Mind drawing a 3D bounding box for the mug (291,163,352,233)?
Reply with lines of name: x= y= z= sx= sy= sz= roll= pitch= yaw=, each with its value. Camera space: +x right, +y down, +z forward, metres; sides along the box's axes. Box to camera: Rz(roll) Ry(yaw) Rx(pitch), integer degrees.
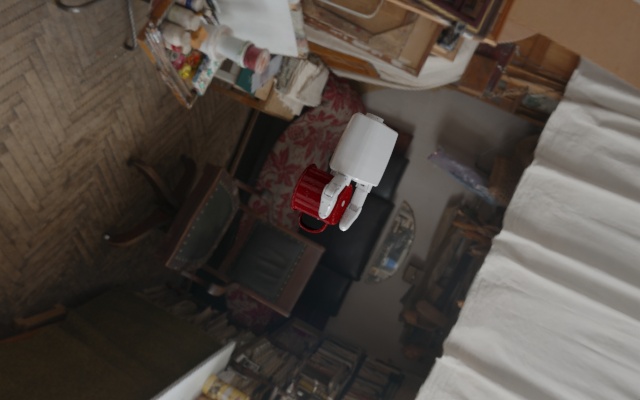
mug: x=0.000 y=0.004 z=0.855 sx=0.081 sy=0.117 sz=0.093 roll=25 pitch=8 yaw=15
